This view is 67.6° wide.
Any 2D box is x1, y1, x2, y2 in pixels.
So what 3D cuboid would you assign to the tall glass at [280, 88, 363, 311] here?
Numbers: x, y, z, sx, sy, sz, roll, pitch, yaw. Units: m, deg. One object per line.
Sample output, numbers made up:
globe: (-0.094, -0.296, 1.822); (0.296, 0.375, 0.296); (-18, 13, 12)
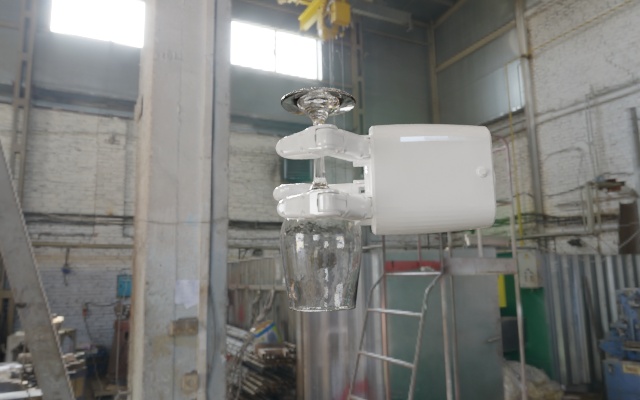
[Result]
tall glass: (0.000, 0.001, 0.455); (0.079, 0.201, 0.079); (-1, -9, 0)
